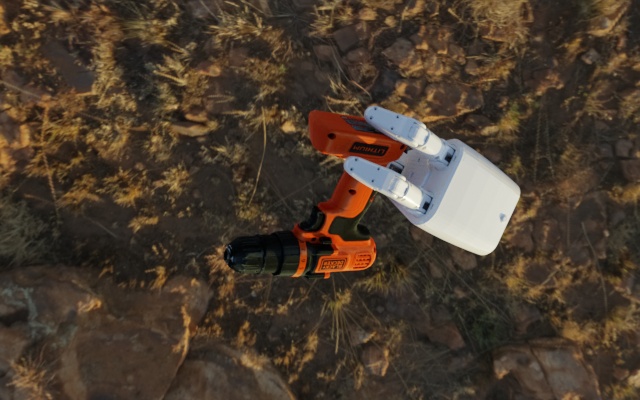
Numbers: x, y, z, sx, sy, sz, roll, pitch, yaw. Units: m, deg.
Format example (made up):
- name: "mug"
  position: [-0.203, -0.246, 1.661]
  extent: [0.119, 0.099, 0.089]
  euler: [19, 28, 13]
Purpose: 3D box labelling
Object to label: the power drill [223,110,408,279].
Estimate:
- name: "power drill"
  position: [0.000, 0.001, 0.511]
  extent: [0.184, 0.188, 0.057]
  euler: [1, 33, -32]
